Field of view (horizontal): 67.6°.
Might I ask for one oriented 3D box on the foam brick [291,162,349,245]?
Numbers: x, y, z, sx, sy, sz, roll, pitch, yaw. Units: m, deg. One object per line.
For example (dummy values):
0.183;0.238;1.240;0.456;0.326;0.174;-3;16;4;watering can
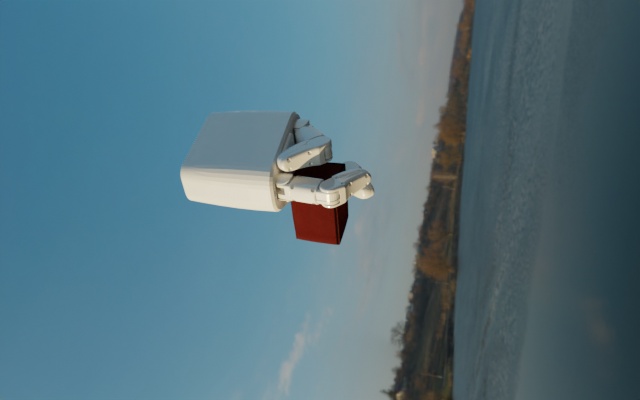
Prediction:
0.000;0.002;0.533;0.051;0.078;0.053;4;36;15;foam brick
